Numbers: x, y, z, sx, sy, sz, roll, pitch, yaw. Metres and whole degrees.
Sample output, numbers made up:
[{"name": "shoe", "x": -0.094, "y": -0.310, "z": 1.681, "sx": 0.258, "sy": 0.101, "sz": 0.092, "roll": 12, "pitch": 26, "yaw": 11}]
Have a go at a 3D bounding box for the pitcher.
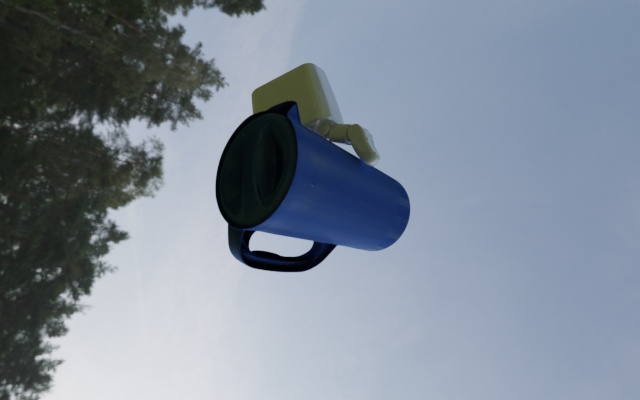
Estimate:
[{"name": "pitcher", "x": 0.000, "y": 0.002, "z": 0.588, "sx": 0.149, "sy": 0.145, "sz": 0.243, "roll": -36, "pitch": -36, "yaw": 30}]
